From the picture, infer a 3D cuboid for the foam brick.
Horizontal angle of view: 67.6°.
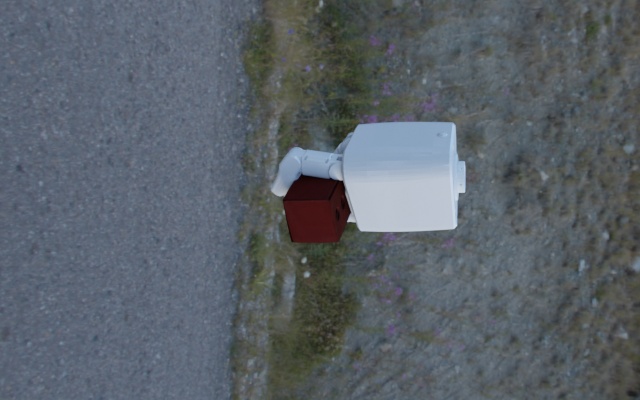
[{"bbox_3d":[0.000,0.002,0.502,0.051,0.053,0.078,0,32,18],"label":"foam brick"}]
